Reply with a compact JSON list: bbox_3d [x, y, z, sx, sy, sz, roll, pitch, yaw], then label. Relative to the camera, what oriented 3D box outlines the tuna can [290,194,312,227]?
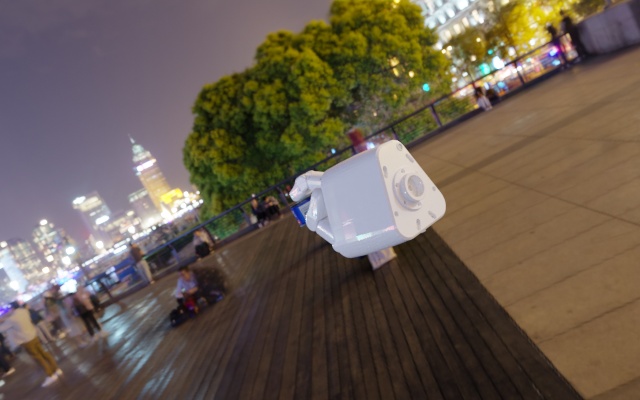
[{"bbox_3d":[0.000,0.002,0.682,0.086,0.034,0.086,-31,2,1],"label":"tuna can"}]
